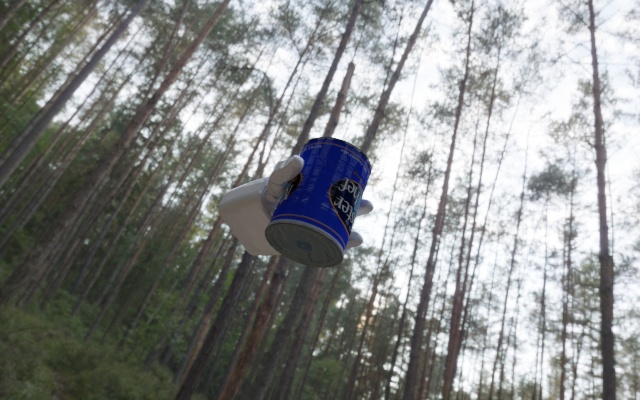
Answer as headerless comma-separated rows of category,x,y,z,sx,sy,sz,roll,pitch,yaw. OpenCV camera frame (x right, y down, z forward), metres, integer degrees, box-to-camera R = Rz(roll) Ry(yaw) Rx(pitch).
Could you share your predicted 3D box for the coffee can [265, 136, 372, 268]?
coffee can,0.000,0.002,0.625,0.103,0.140,0.103,15,-32,10
